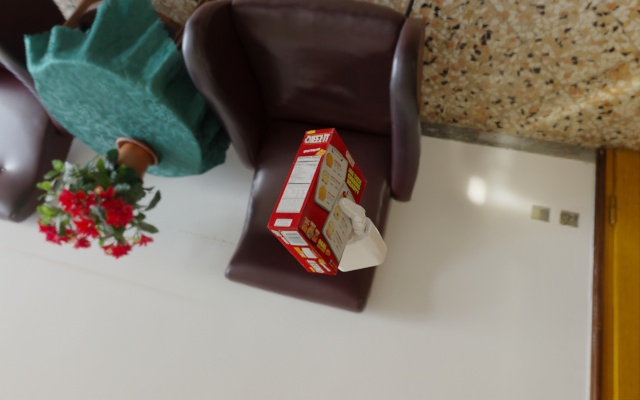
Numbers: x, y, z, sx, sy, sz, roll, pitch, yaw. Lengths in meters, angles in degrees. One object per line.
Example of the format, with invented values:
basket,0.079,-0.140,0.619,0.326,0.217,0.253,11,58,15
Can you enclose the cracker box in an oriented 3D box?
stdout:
cracker box,0.000,0.003,0.873,0.072,0.213,0.164,1,-34,31
